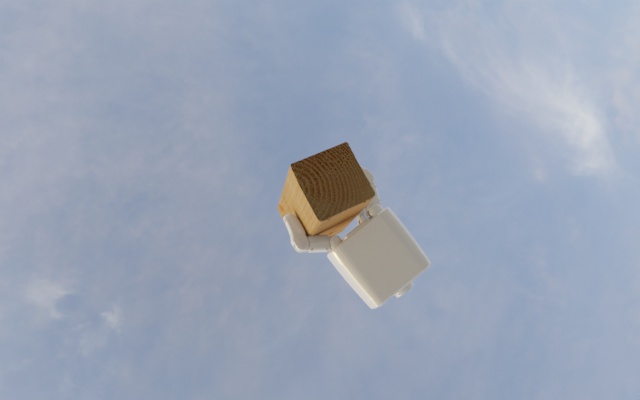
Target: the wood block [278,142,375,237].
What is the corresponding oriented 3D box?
[{"bbox_3d":[0.000,0.003,0.733,0.091,0.090,0.206,-24,-11,-16],"label":"wood block"}]
